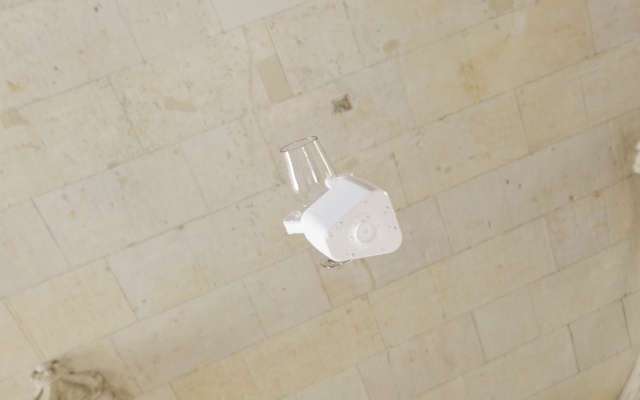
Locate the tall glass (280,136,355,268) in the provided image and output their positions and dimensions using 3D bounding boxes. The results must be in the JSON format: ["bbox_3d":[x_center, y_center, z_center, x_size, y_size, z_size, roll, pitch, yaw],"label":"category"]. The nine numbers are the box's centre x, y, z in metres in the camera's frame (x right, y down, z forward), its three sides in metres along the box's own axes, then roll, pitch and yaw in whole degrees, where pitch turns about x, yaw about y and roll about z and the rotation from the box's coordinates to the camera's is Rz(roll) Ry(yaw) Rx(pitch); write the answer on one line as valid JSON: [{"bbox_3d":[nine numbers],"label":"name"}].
[{"bbox_3d":[0.000,0.003,0.758,0.079,0.201,0.079,-19,16,6],"label":"tall glass"}]
